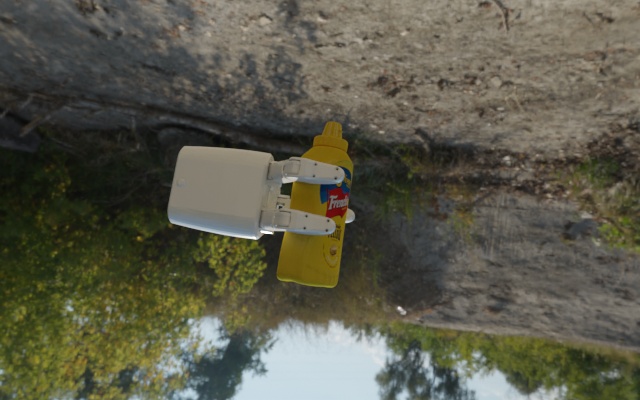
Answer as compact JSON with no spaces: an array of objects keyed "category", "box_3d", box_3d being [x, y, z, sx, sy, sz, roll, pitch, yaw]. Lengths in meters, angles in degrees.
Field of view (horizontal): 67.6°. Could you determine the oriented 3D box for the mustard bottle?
[{"category":"mustard bottle","box_3d":[0.000,0.002,0.557,0.058,0.191,0.096,5,-9,29]}]
